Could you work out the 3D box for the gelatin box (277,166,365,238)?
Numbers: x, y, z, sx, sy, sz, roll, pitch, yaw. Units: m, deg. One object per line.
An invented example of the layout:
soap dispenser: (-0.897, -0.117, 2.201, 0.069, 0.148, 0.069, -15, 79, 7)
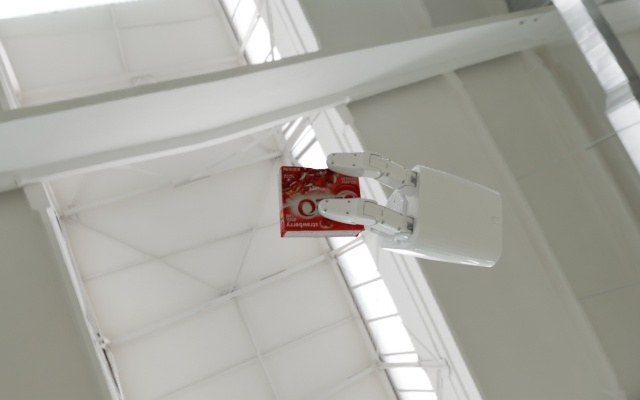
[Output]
gelatin box: (0.000, 0.002, 0.515, 0.089, 0.073, 0.030, 1, -20, -14)
